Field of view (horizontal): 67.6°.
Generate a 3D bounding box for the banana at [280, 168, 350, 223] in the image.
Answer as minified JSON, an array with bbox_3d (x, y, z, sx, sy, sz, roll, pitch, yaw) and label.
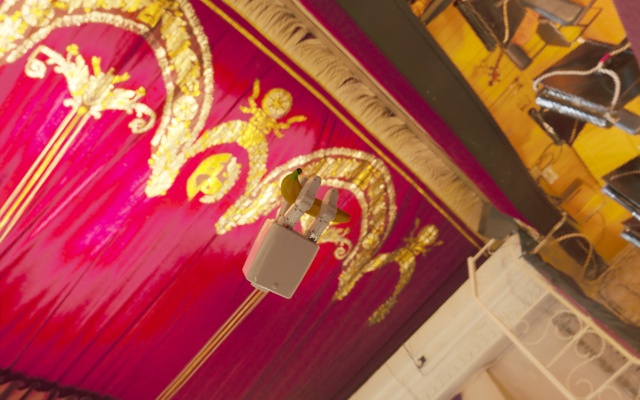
[{"bbox_3d":[-0.017,0.001,0.860,0.069,0.037,0.198,1,-24,32],"label":"banana"}]
